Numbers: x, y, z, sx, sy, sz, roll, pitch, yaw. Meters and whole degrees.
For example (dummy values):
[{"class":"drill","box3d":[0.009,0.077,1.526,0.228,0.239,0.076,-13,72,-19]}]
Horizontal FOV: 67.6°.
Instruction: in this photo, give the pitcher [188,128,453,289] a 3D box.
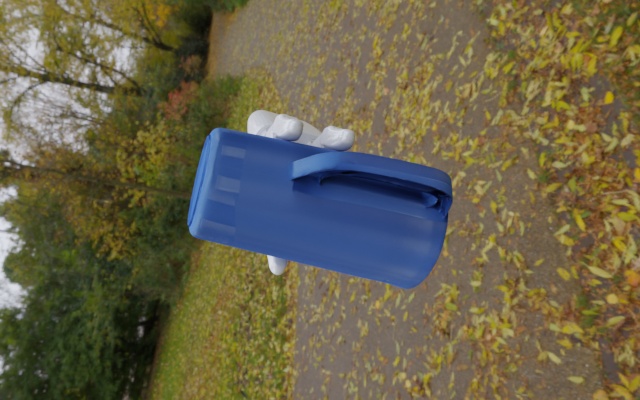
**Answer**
[{"class":"pitcher","box3d":[0.000,0.002,0.481,0.243,0.149,0.145,13,18,-18]}]
